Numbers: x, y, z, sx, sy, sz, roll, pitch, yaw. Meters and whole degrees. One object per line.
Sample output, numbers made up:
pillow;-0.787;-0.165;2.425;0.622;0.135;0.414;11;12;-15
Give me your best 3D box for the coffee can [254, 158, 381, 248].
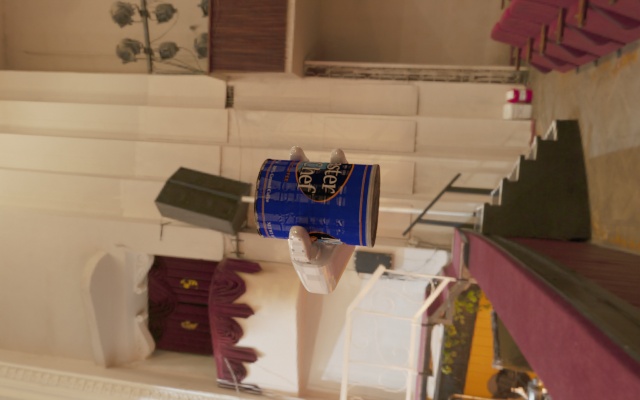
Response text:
coffee can;0.000;0.002;0.596;0.140;0.103;0.103;4;1;11
